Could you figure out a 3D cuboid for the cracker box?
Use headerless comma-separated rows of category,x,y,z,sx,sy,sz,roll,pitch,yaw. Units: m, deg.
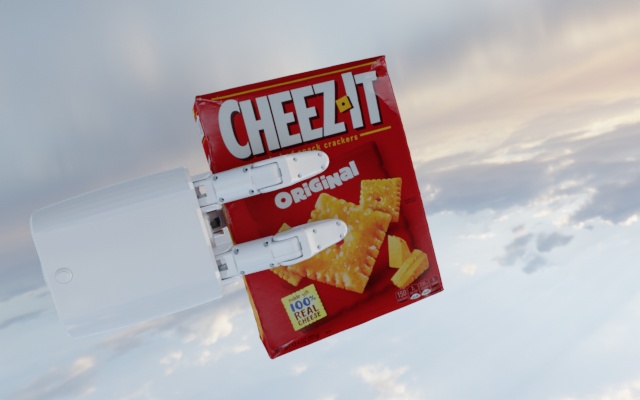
cracker box,0.000,0.002,0.410,0.164,0.214,0.072,-17,6,-15
